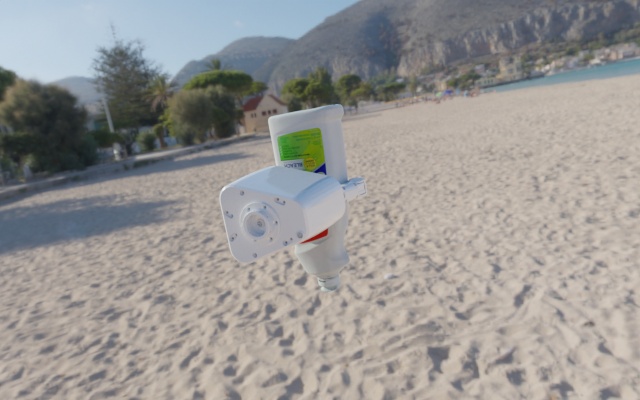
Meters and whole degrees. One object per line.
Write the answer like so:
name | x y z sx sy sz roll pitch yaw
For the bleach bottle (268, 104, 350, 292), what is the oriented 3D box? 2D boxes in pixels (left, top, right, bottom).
bleach bottle | 0.000 0.002 0.655 0.102 0.251 0.068 -6 11 24
